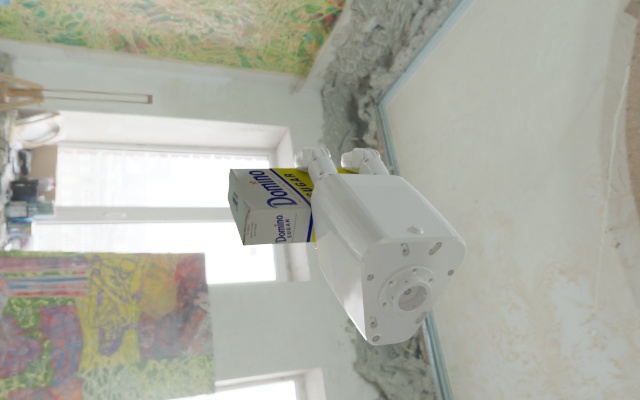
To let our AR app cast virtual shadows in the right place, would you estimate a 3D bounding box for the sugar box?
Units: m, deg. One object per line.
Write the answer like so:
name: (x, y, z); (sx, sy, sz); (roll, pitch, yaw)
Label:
sugar box: (0.000, 0.001, 0.487); (0.176, 0.048, 0.093); (0, 28, -22)
